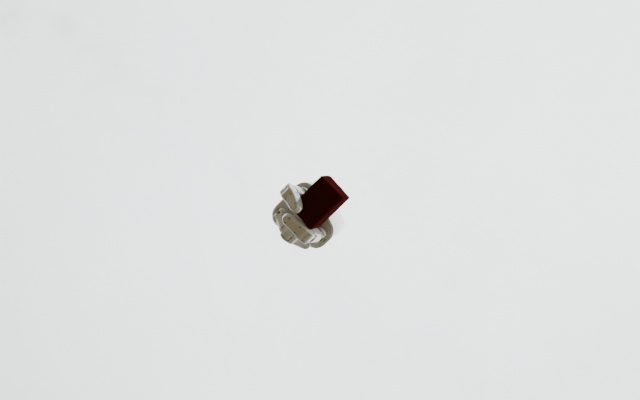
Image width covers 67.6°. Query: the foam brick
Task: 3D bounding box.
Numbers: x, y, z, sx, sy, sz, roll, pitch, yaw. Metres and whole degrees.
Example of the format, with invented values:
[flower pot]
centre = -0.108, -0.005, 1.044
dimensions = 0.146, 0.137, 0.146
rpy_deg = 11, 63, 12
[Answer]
[foam brick]
centre = 0.000, 0.002, 0.796
dimensions = 0.078, 0.053, 0.051
rpy_deg = -44, -10, 15
